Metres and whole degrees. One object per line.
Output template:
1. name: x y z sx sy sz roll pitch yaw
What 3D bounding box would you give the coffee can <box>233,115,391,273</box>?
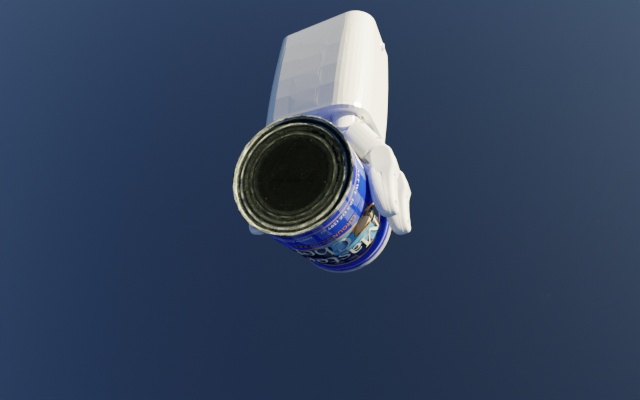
1. coffee can: 0.000 0.002 0.432 0.103 0.102 0.140 0 -19 21
